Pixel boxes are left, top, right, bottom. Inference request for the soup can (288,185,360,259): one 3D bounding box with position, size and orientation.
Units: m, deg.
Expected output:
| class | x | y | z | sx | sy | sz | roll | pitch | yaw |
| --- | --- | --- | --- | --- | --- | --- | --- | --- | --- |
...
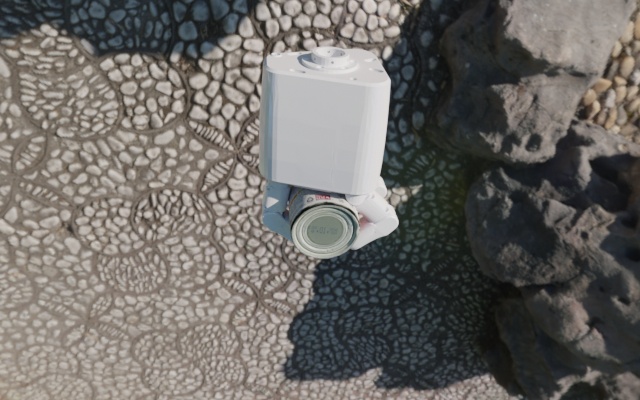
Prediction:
| class | x | y | z | sx | sy | sz | roll | pitch | yaw |
| --- | --- | --- | --- | --- | --- | --- | --- | --- | --- |
| soup can | 0.000 | 0.002 | 0.489 | 0.068 | 0.068 | 0.102 | 0 | 35 | -7 |
